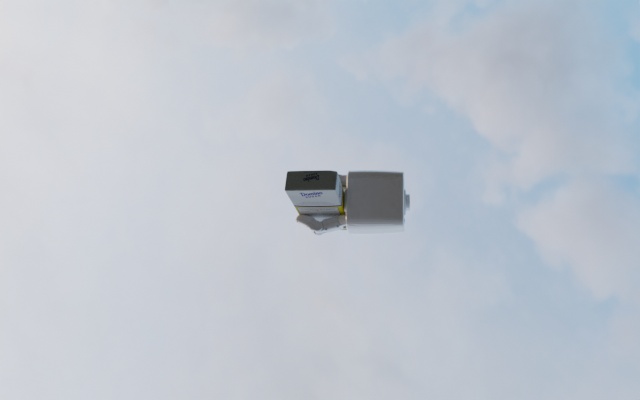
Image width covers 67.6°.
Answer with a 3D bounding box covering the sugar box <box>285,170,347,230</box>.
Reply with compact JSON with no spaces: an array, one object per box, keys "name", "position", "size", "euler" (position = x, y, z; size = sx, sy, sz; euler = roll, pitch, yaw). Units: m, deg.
[{"name":"sugar box","position":[0.000,0.002,0.896],"size":[0.093,0.048,0.176],"euler":[0,-28,12]}]
